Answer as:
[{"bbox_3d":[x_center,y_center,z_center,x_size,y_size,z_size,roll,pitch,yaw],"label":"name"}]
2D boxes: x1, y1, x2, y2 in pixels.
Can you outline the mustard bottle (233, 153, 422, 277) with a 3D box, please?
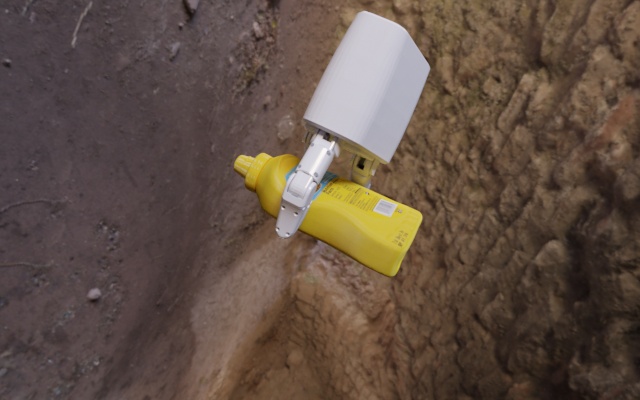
[{"bbox_3d":[0.000,0.002,0.470,0.191,0.058,0.096,26,28,11],"label":"mustard bottle"}]
